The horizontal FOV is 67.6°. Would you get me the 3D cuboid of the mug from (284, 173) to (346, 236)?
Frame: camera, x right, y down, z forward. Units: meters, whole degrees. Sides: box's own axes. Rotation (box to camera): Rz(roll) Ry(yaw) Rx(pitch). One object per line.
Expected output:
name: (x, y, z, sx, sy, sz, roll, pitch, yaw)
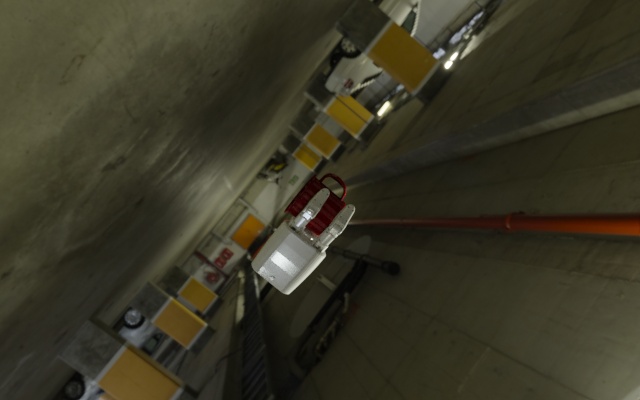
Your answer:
mug: (0.001, 0.002, 0.889, 0.081, 0.117, 0.093, 40, 12, -6)
